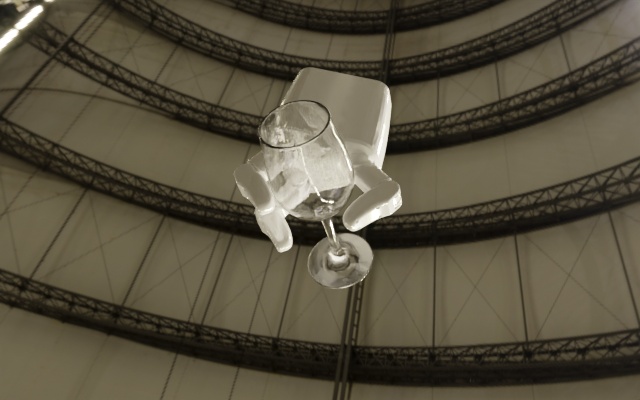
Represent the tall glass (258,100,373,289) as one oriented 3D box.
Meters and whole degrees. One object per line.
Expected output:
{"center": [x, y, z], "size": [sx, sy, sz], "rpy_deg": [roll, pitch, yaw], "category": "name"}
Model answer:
{"center": [0.000, 0.002, 0.463], "size": [0.079, 0.079, 0.201], "rpy_deg": [0, -40, 17], "category": "tall glass"}
